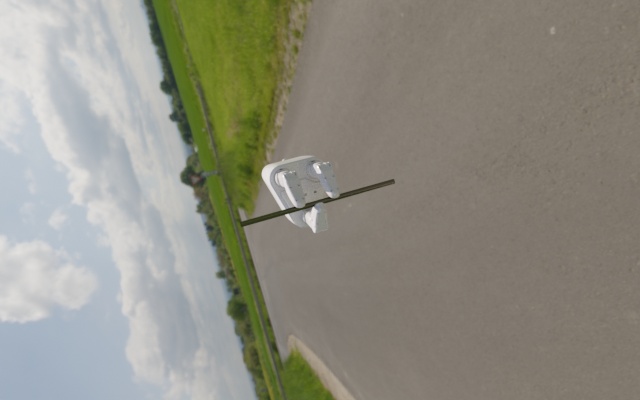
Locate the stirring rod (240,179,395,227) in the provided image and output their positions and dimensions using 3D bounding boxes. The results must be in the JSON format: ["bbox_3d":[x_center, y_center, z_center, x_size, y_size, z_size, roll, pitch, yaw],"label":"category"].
[{"bbox_3d":[0.000,0.002,0.703,0.239,0.011,0.011,-16,4,-14],"label":"stirring rod"}]
